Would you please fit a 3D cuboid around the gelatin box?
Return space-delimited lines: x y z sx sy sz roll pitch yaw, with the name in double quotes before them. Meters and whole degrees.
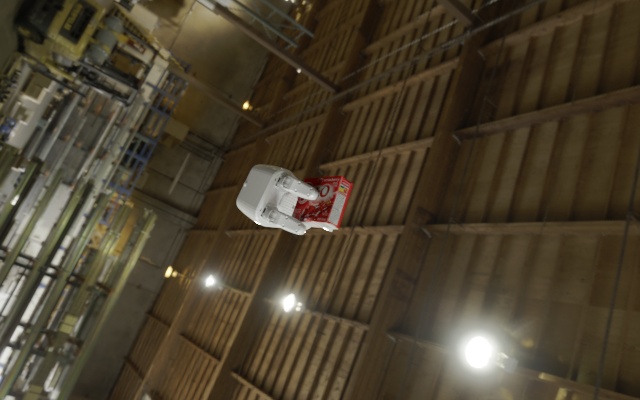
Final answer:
"gelatin box" 0.001 0.003 0.711 0.030 0.073 0.089 30 -18 -36
